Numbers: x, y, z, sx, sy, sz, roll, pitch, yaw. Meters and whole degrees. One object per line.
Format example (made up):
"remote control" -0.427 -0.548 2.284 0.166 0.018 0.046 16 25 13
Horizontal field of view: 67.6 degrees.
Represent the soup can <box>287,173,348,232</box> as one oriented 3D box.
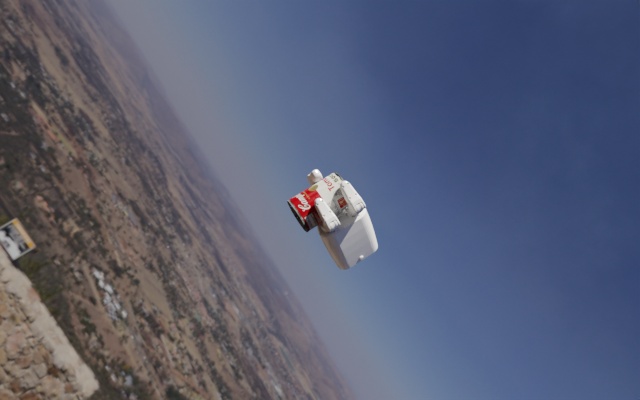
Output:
"soup can" 0.000 0.002 0.865 0.102 0.068 0.068 -32 5 -8
